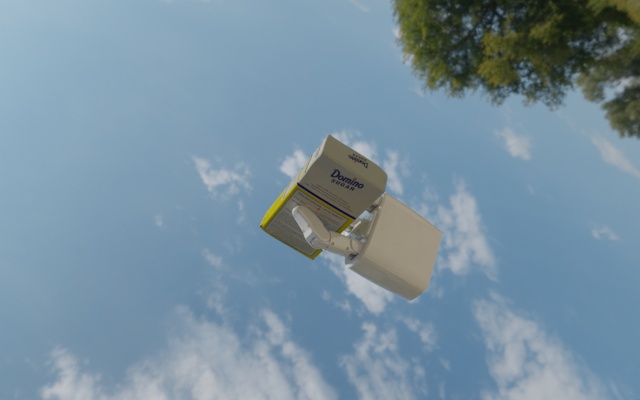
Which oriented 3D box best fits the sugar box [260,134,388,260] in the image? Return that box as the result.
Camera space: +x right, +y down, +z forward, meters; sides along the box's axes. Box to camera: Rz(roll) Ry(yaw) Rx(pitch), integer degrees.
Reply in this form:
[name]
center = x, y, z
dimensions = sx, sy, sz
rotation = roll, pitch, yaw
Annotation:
[sugar box]
center = 0.000, 0.002, 0.629
dimensions = 0.093, 0.048, 0.176
rotation = 32, -49, -13
